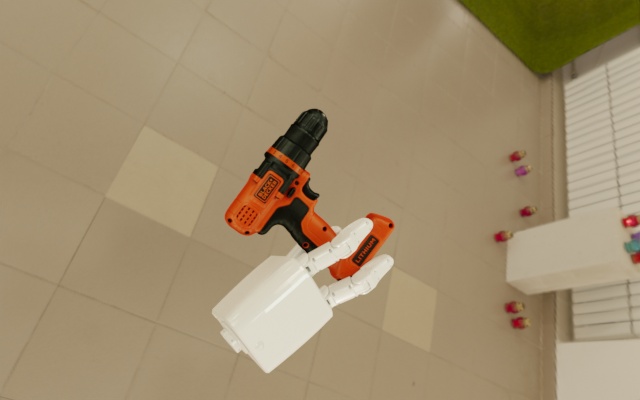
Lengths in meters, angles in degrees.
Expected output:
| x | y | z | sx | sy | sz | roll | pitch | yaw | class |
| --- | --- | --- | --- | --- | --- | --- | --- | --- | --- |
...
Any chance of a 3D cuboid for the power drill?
| x | y | z | sx | sy | sz | roll | pitch | yaw | class |
| --- | --- | --- | --- | --- | --- | --- | --- | --- | --- |
| 0.000 | 0.002 | 0.611 | 0.188 | 0.184 | 0.057 | 37 | 0 | -9 | power drill |
